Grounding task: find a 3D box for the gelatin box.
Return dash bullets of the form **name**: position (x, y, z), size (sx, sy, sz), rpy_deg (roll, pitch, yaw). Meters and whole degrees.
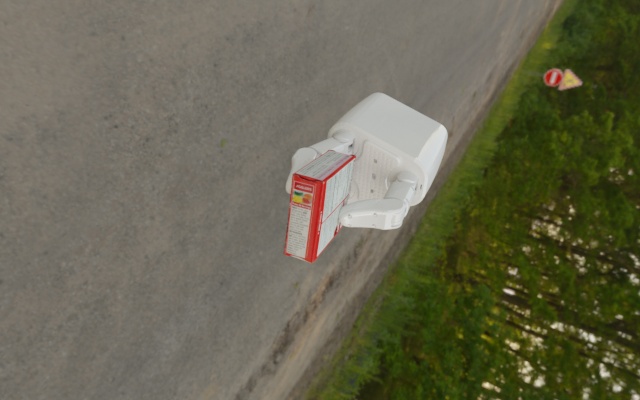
- **gelatin box**: position (0.000, 0.002, 0.417), size (0.030, 0.073, 0.089), rpy_deg (15, 24, 15)
